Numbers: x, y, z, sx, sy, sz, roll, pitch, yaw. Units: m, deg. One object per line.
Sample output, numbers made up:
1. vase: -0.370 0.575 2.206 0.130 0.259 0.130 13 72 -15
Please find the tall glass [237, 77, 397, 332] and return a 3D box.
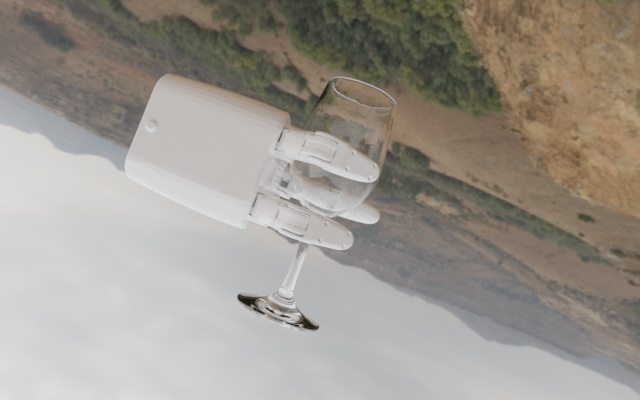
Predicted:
1. tall glass: 0.000 0.002 0.403 0.079 0.201 0.079 22 -1 0
